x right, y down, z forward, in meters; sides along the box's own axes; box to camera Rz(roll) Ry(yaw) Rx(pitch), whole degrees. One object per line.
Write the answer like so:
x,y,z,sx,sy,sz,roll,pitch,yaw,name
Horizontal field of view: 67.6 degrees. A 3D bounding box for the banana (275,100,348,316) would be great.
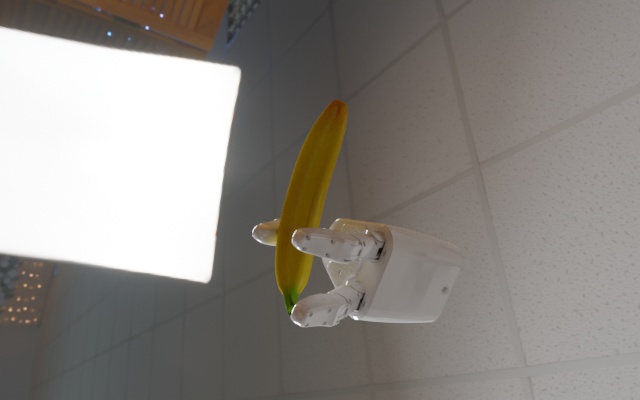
-0.010,0.005,0.452,0.037,0.198,0.069,15,-8,-28,banana
